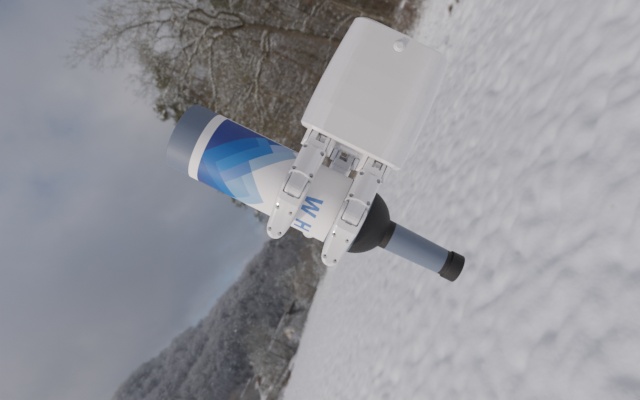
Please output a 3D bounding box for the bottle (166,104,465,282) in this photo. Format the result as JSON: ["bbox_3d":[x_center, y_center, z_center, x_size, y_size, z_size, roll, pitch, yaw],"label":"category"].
[{"bbox_3d":[0.000,0.001,0.460,0.296,0.069,0.069,26,0,1],"label":"bottle"}]
